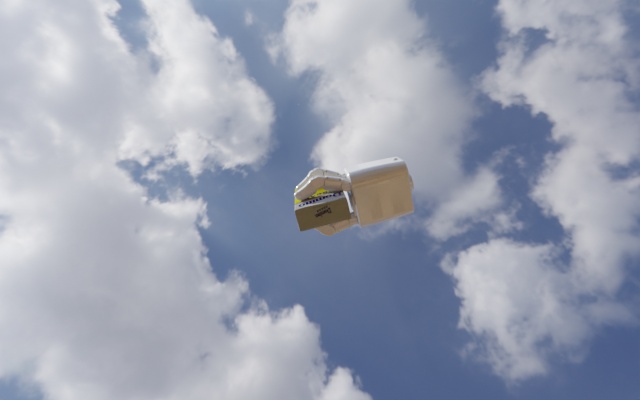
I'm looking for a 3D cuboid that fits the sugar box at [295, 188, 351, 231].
[{"bbox_3d":[0.000,0.002,0.884,0.093,0.048,0.176,-14,12,0],"label":"sugar box"}]
